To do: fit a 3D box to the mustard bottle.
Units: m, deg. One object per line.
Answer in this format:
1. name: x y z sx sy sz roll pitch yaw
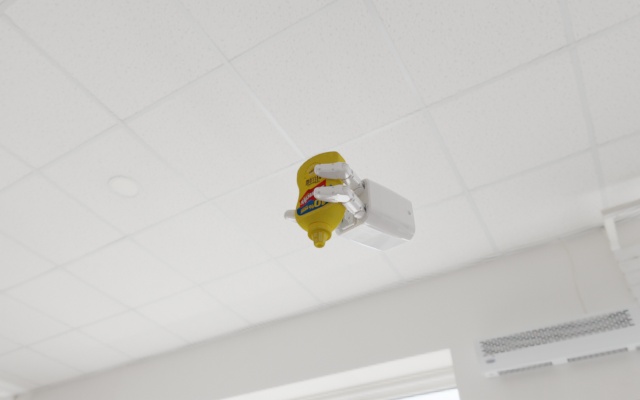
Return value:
1. mustard bottle: 0.000 0.002 0.838 0.096 0.191 0.058 -23 -47 24
